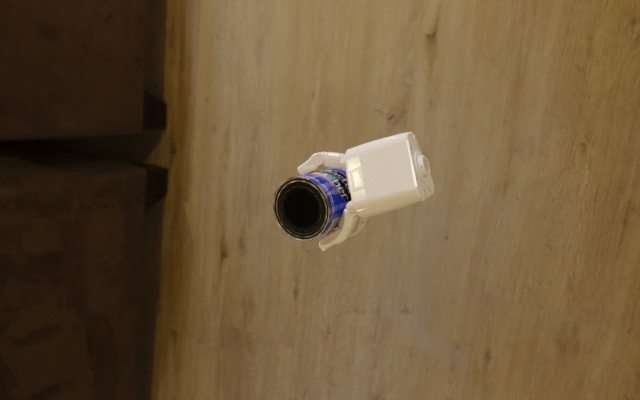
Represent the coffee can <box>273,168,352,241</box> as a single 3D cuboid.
[{"bbox_3d":[0.000,0.003,0.799,0.103,0.103,0.140,0,9,28],"label":"coffee can"}]
